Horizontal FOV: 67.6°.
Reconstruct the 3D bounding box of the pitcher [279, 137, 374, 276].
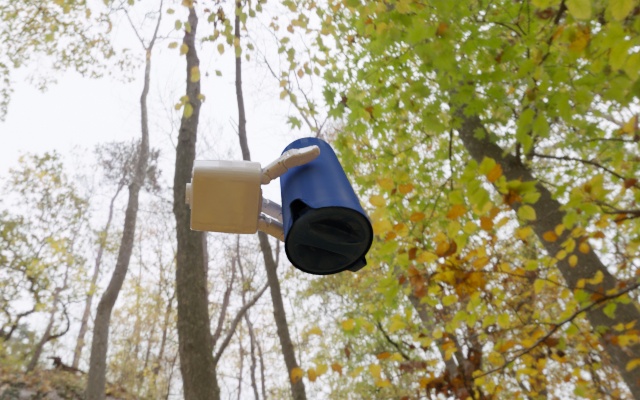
[{"bbox_3d":[0.000,0.003,0.792,0.145,0.149,0.242,1,35,-12],"label":"pitcher"}]
